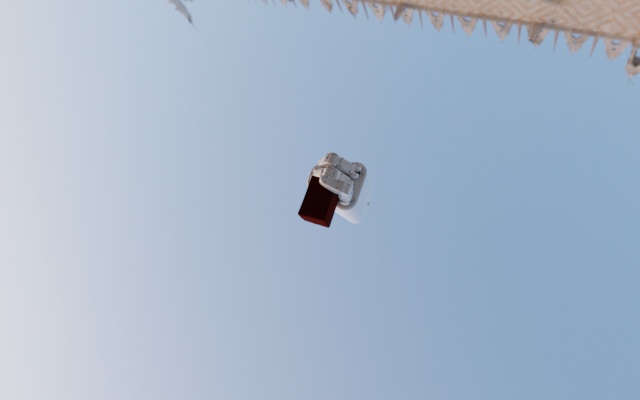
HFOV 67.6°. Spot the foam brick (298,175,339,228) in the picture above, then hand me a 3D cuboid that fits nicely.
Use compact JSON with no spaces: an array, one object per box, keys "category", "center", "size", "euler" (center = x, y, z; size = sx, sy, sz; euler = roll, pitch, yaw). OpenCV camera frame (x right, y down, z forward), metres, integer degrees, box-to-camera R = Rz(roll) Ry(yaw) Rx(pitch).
[{"category":"foam brick","center":[0.000,0.003,0.866],"size":[0.053,0.078,0.051],"euler":[16,-14,16]}]
